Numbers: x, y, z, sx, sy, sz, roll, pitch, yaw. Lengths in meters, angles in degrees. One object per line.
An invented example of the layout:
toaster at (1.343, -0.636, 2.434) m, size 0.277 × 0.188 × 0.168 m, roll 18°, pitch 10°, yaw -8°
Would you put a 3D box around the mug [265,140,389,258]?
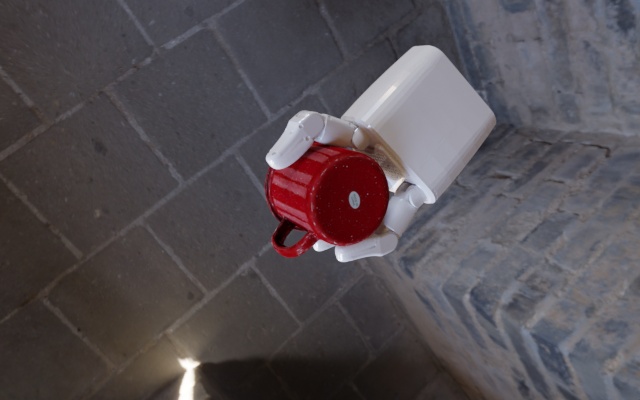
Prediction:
mug at (-0.001, 0.002, 0.428) m, size 0.093 × 0.117 × 0.081 m, roll 46°, pitch -11°, yaw -28°
